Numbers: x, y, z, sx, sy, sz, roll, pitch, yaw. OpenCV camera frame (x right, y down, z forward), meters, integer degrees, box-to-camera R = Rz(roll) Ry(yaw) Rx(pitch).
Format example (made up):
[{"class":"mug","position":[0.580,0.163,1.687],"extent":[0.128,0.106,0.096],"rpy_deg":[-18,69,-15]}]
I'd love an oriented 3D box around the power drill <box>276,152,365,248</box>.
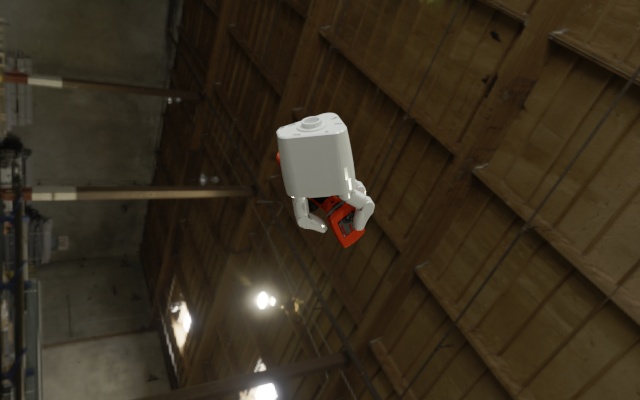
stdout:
[{"class":"power drill","position":[0.000,0.003,0.889],"extent":[0.187,0.057,0.185],"rpy_deg":[43,-11,36]}]
